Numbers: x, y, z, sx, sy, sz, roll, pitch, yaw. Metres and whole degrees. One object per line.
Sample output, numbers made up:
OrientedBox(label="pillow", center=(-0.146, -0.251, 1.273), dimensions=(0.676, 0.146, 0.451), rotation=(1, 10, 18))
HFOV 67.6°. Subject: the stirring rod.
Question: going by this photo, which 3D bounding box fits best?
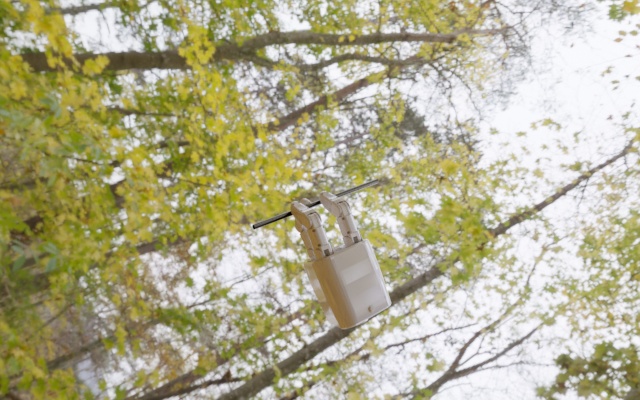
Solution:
OrientedBox(label="stirring rod", center=(0.000, 0.003, 0.749), dimensions=(0.239, 0.011, 0.011), rotation=(-20, 11, -31))
